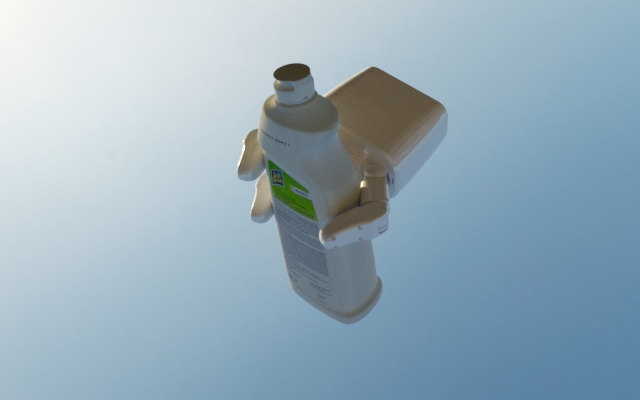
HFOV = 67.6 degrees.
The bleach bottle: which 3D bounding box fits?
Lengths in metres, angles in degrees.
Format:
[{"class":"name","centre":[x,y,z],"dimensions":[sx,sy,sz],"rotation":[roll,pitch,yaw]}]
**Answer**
[{"class":"bleach bottle","centre":[0.000,0.001,0.429],"dimensions":[0.102,0.251,0.068],"rotation":[25,52,32]}]
